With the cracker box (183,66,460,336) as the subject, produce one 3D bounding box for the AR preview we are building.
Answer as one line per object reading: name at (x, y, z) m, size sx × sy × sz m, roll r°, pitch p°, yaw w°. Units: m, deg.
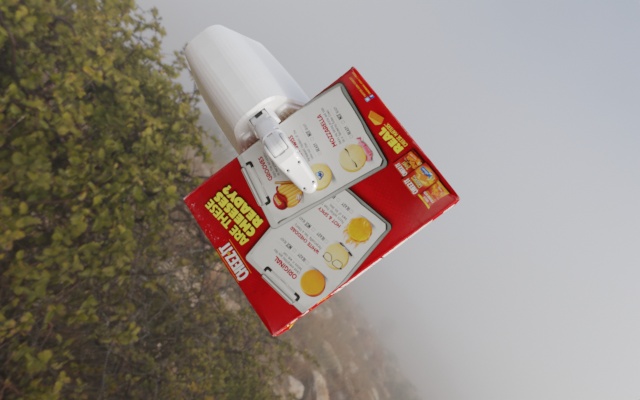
cracker box at (0.000, 0.001, 0.475) m, size 0.214 × 0.164 × 0.072 m, roll -37°, pitch -13°, yaw 5°
